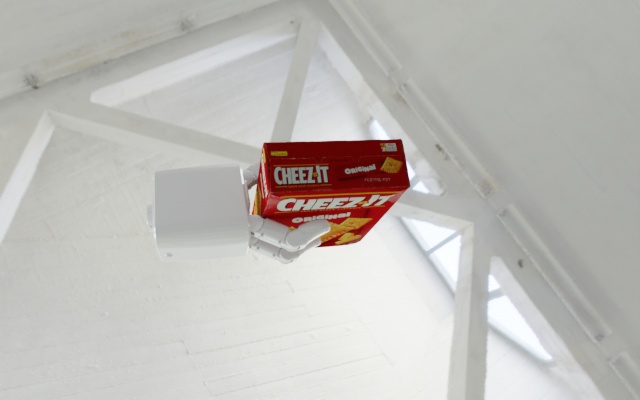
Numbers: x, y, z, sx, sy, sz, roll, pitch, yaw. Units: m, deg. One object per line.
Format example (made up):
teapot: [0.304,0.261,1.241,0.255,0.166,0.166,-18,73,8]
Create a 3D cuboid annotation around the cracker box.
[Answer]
cracker box: [0.000,0.002,0.620,0.164,0.072,0.214,-4,-21,-14]
